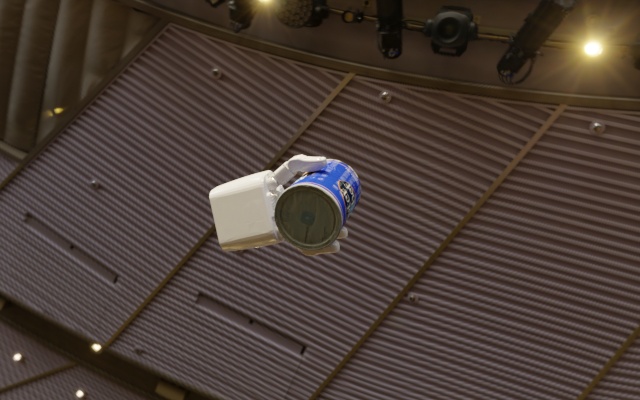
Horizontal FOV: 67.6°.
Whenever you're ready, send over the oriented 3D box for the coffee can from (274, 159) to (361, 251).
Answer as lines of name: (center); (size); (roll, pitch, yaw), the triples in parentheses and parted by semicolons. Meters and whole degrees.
coffee can: (0.000, 0.002, 0.747); (0.103, 0.103, 0.140); (0, 20, 17)
